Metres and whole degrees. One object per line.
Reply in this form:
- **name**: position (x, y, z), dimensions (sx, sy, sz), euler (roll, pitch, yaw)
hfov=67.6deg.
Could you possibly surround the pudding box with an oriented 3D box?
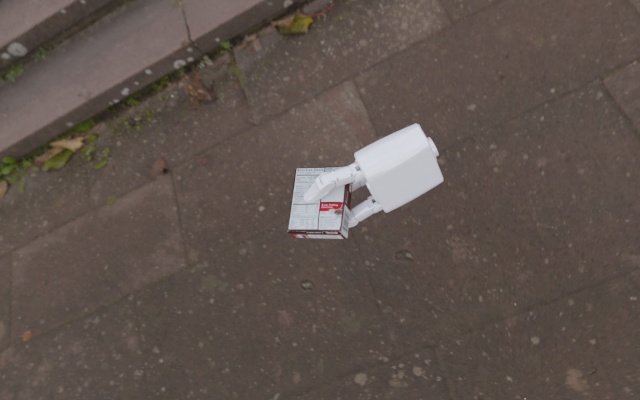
- **pudding box**: position (0.000, 0.002, 0.753), dimensions (0.090, 0.113, 0.039), euler (-1, -23, 19)
